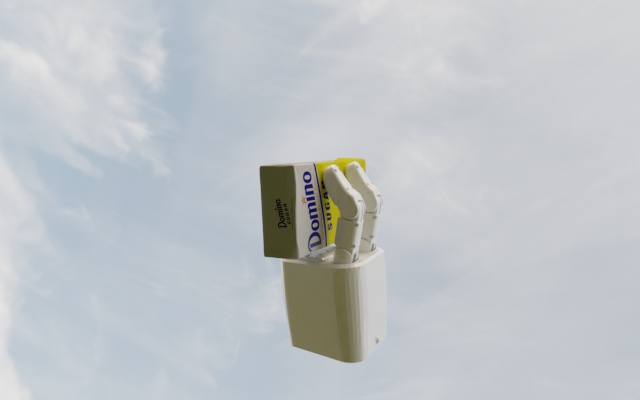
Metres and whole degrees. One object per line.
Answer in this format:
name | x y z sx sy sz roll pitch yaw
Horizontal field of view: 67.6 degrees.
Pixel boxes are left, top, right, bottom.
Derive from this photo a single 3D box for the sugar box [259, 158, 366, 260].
sugar box | 0.001 0.002 0.529 0.048 0.093 0.176 1 8 25
